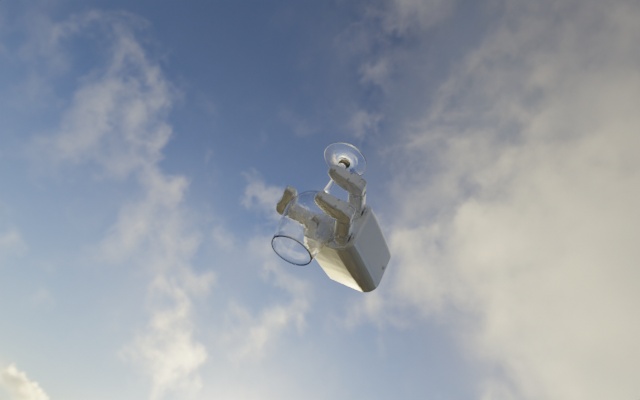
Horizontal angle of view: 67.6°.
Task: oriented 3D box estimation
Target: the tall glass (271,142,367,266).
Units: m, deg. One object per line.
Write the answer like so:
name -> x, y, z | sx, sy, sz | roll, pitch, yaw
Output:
tall glass -> 0.000, 0.002, 0.714 | 0.079, 0.079, 0.201 | 0, 42, 34
